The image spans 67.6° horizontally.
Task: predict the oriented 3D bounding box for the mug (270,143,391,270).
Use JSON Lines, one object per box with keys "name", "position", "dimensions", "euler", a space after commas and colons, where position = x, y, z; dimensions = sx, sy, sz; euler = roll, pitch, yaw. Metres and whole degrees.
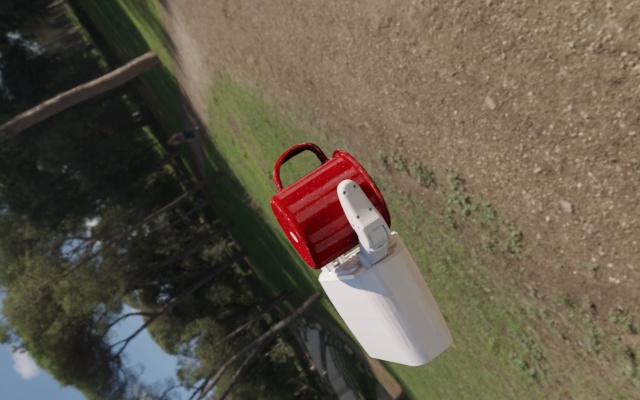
{"name": "mug", "position": [-0.001, 0.000, 0.451], "dimensions": [0.081, 0.117, 0.093], "euler": [-33, 3, -12]}
